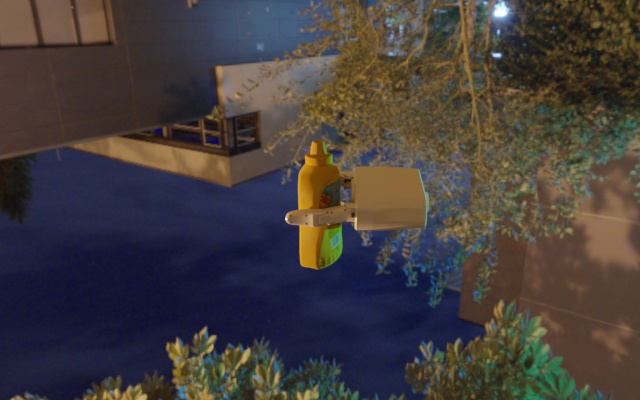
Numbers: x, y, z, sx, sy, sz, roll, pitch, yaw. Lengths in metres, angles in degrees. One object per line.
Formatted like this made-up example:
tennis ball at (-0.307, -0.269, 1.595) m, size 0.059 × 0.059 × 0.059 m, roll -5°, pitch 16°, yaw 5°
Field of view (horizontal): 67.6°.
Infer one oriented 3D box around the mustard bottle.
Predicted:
mustard bottle at (0.000, 0.003, 0.740) m, size 0.058 × 0.192 × 0.096 m, roll 8°, pitch 21°, yaw 25°
